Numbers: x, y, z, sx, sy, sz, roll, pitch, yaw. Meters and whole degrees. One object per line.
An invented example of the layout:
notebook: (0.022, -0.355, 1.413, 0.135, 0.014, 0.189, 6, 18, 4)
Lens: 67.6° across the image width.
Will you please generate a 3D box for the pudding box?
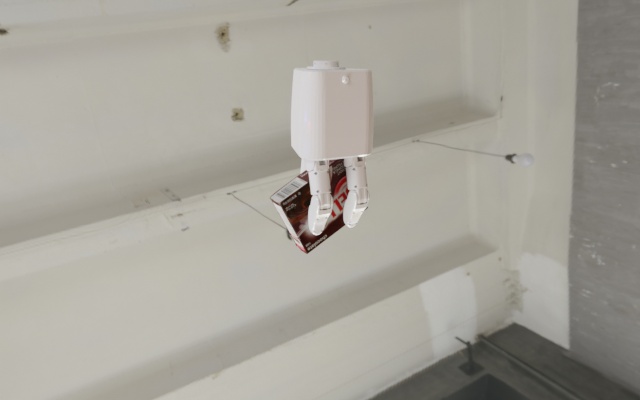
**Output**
pudding box: (0.000, 0.002, 0.640, 0.113, 0.090, 0.039, -35, 31, -14)
